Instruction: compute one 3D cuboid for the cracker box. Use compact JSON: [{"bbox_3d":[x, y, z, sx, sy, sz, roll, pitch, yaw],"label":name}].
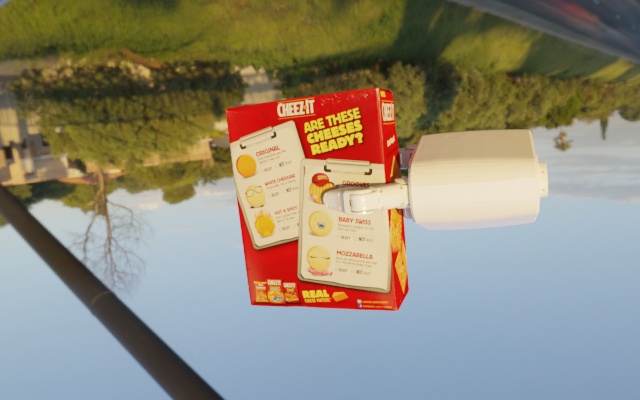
[{"bbox_3d":[0.000,0.002,0.500,0.164,0.214,0.072,-3,8,21],"label":"cracker box"}]
